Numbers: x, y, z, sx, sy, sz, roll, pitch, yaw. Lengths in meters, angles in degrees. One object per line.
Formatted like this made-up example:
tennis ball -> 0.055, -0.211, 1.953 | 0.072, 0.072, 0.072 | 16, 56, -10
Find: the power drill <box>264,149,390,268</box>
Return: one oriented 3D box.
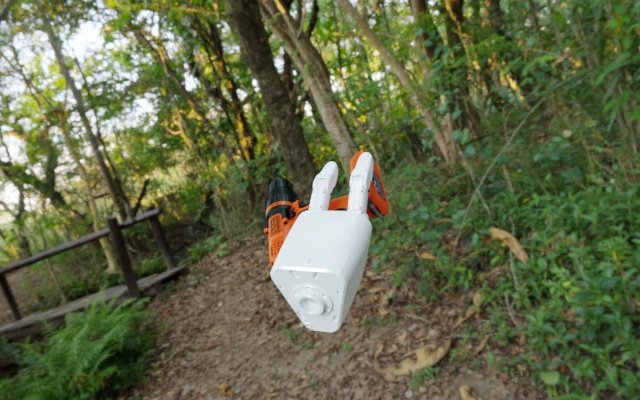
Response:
power drill -> 0.000, 0.002, 0.703 | 0.188, 0.184, 0.057 | -29, -47, 19
